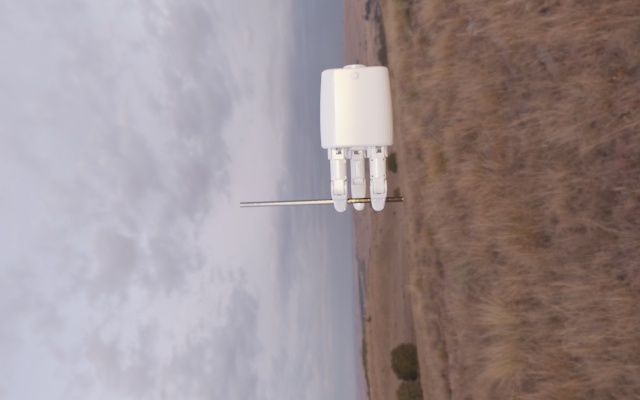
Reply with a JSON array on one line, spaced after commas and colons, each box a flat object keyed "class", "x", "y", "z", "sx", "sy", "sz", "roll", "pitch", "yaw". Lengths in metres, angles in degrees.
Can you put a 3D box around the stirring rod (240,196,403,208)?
[{"class": "stirring rod", "x": 0.000, "y": 0.002, "z": 0.706, "sx": 0.239, "sy": 0.011, "sz": 0.011, "roll": -2, "pitch": 0, "yaw": 4}]
